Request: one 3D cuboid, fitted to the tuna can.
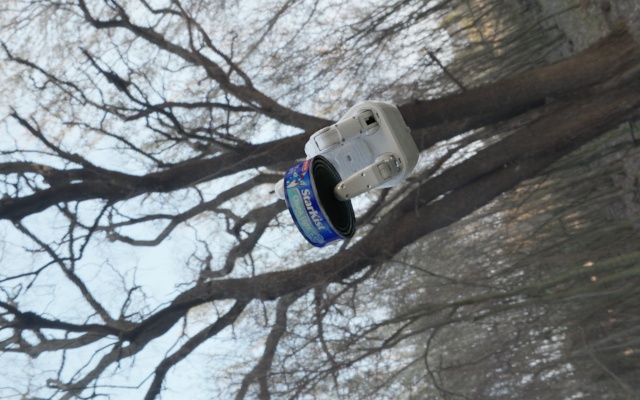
[{"bbox_3d":[0.000,0.002,0.462,0.034,0.086,0.086,-23,-9,21],"label":"tuna can"}]
